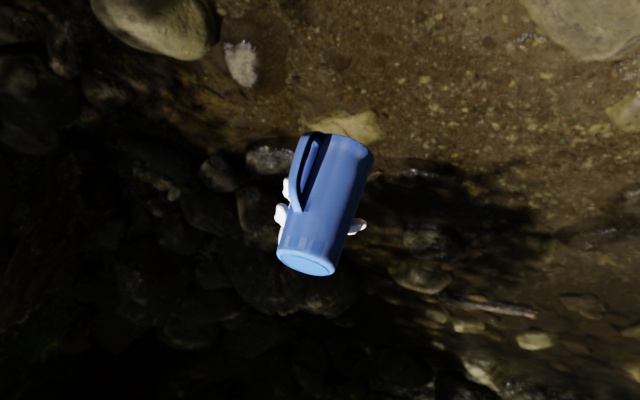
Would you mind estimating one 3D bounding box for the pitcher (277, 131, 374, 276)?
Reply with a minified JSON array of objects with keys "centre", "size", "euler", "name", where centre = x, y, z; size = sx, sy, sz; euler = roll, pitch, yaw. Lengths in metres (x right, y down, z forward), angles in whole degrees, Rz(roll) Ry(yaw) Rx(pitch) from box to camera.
[{"centre":[0.000,0.003,0.871],"size":[0.149,0.242,0.145],"euler":[20,-23,-5],"name":"pitcher"}]
